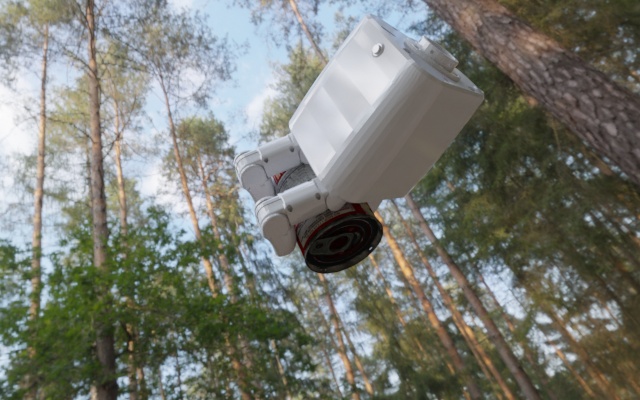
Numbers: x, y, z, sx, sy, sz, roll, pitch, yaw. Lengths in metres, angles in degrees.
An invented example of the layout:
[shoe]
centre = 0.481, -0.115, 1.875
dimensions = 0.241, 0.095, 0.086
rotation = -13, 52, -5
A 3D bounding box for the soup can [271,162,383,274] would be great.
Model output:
[soup can]
centre = 0.000, 0.001, 0.407
dimensions = 0.068, 0.068, 0.102
rotation = 0, 44, -32
